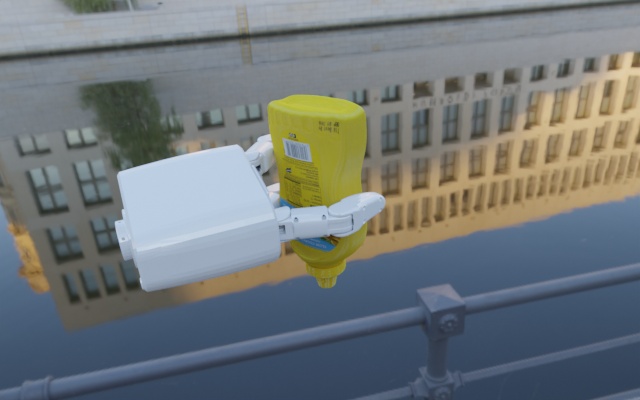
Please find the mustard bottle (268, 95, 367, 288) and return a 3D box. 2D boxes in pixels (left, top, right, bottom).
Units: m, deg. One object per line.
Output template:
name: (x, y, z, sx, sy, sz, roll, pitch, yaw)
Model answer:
mustard bottle: (0.000, 0.001, 0.455, 0.096, 0.192, 0.058, 18, 34, 38)
